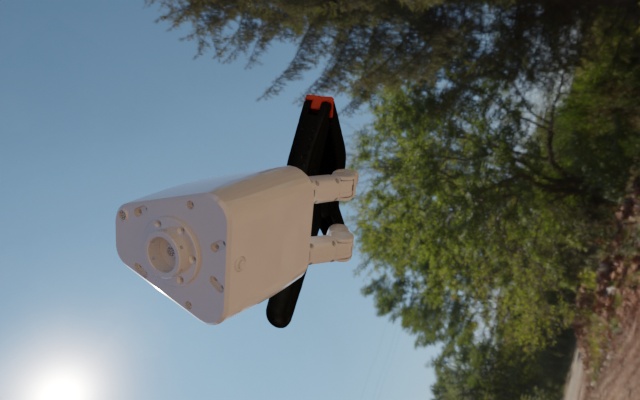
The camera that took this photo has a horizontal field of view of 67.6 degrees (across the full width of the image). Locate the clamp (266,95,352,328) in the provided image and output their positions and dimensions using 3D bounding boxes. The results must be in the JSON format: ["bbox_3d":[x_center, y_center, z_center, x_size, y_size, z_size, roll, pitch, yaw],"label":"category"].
[{"bbox_3d":[-0.001,0.001,0.479,0.036,0.210,0.164,11,16,23],"label":"clamp"}]
